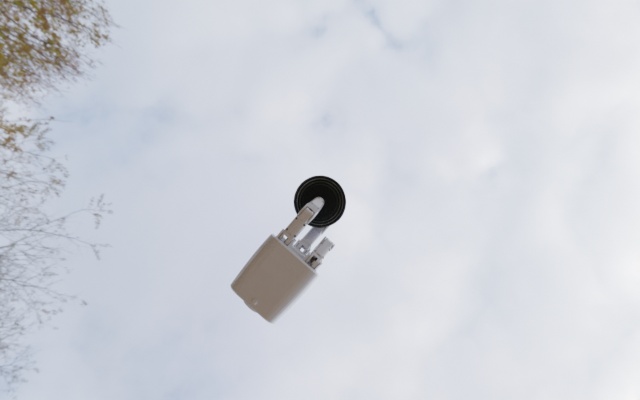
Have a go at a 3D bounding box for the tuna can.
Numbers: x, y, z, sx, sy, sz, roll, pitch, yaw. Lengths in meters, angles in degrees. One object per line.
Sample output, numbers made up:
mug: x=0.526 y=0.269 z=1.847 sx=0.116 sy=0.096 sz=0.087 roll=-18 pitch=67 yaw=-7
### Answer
tuna can: x=0.000 y=0.003 z=0.791 sx=0.086 sy=0.086 sz=0.034 roll=0 pitch=-3 yaw=5
